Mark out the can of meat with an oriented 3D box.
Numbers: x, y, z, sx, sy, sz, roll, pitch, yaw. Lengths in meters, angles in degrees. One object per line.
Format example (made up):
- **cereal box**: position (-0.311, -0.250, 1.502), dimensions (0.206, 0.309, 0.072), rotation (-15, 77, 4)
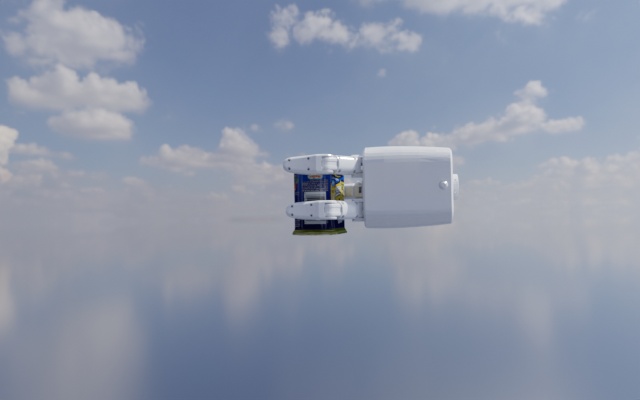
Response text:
- **can of meat**: position (0.000, 0.002, 0.621), dimensions (0.057, 0.084, 0.102), rotation (-1, -2, 13)
